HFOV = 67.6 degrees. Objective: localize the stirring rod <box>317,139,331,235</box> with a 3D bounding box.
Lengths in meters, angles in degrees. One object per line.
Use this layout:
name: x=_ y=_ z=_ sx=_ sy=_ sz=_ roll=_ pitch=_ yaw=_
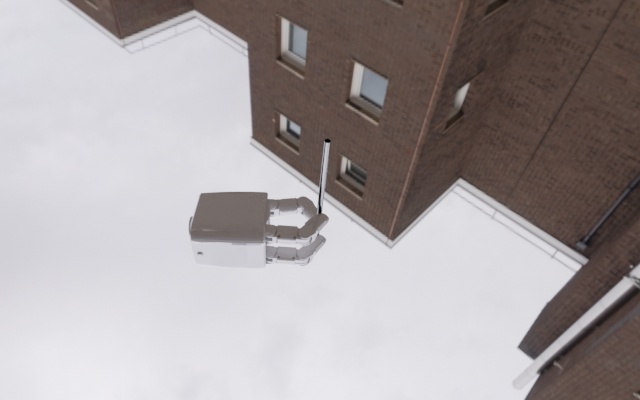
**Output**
stirring rod: x=0.000 y=0.002 z=0.691 sx=0.011 sy=0.011 sz=0.240 roll=0 pitch=-40 yaw=-5
